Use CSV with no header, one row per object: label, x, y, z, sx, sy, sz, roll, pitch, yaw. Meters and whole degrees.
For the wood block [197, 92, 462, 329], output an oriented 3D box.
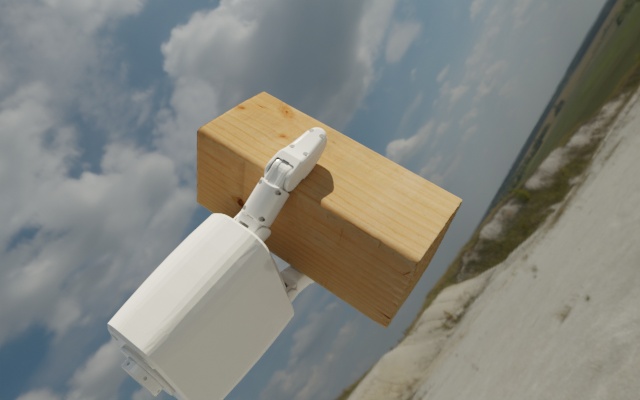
wood block,0.000,0.001,0.414,0.206,0.091,0.090,31,46,17
